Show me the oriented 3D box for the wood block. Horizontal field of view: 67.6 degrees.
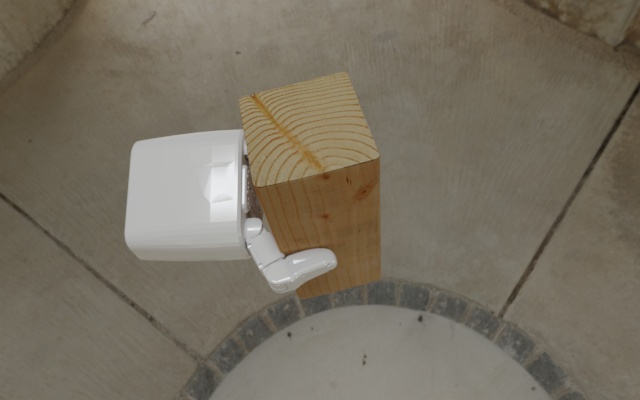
[{"bbox_3d":[0.000,0.002,0.429,0.090,0.090,0.206,-14,-33,-1],"label":"wood block"}]
